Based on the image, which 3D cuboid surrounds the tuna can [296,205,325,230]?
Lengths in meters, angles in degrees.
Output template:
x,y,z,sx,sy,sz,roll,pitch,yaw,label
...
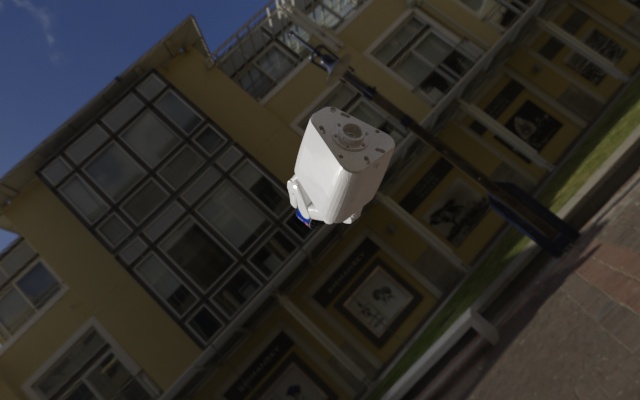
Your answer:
x,y,z,sx,sy,sz,roll,pitch,yaw,label
0.000,0.002,0.757,0.033,0.086,0.086,38,13,18,tuna can
